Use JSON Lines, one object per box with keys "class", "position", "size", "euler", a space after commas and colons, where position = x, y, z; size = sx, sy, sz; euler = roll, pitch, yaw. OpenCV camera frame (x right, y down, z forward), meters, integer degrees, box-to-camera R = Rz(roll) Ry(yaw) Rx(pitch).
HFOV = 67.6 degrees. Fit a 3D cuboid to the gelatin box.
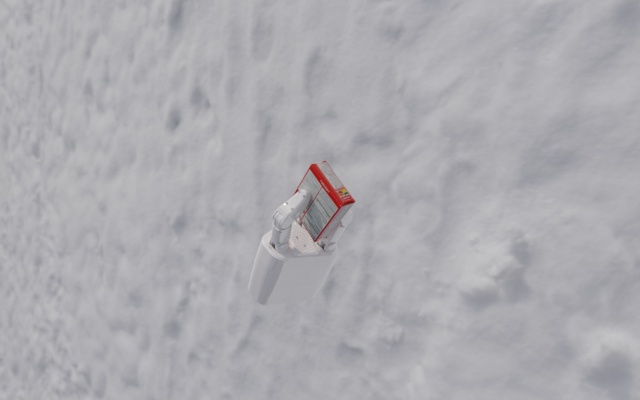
{"class": "gelatin box", "position": [0.000, 0.002, 0.651], "size": [0.030, 0.073, 0.089], "euler": [-17, -27, -38]}
